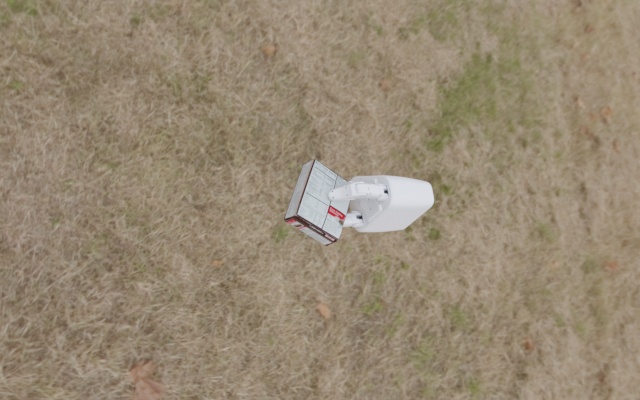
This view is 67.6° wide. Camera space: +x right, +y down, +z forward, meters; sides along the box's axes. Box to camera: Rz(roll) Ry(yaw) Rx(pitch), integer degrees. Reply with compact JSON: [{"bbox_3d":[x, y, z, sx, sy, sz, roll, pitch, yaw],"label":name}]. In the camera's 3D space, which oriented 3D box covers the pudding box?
[{"bbox_3d":[0.000,0.003,0.770,0.090,0.113,0.039,32,-34,-24],"label":"pudding box"}]
